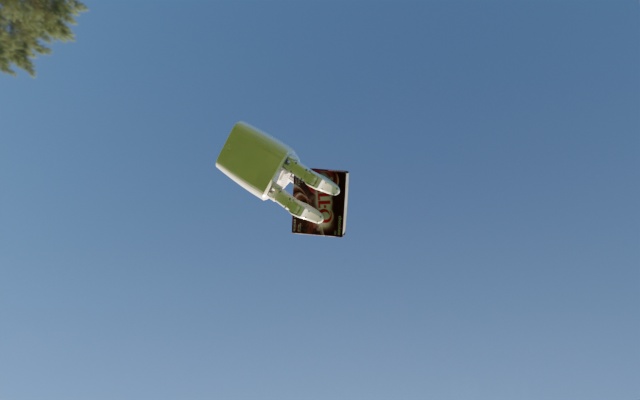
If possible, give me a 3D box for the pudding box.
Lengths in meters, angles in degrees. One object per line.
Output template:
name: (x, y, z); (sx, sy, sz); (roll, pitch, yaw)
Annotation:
pudding box: (0.000, 0.003, 0.814); (0.090, 0.113, 0.039); (4, 9, 14)
